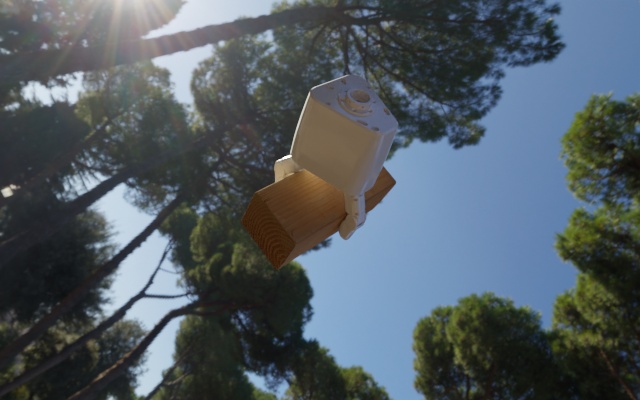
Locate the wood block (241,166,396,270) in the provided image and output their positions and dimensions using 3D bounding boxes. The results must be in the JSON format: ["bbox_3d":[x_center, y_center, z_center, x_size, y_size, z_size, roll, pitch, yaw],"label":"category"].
[{"bbox_3d":[0.001,0.002,0.699,0.206,0.091,0.090,-29,-15,-35],"label":"wood block"}]
